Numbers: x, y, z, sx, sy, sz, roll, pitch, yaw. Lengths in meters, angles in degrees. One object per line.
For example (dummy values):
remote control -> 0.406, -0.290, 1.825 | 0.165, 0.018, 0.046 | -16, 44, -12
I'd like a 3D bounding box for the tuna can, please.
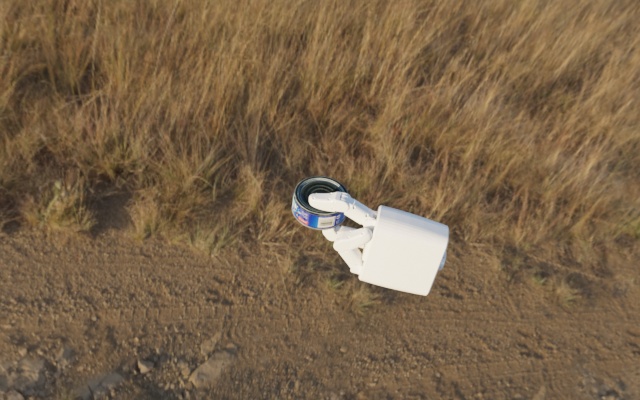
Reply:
tuna can -> 0.000, 0.002, 0.725 | 0.086, 0.086, 0.034 | 0, -44, -8
